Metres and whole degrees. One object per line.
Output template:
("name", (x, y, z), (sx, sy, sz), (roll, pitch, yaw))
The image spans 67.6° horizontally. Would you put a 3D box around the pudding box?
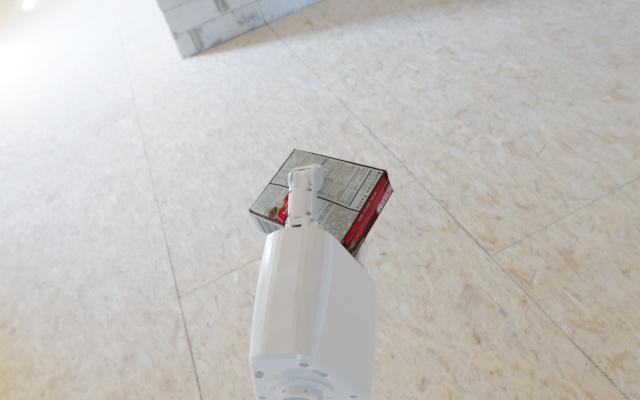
("pudding box", (0.000, 0.001, 0.460), (0.113, 0.090, 0.039), (18, -30, 30))
